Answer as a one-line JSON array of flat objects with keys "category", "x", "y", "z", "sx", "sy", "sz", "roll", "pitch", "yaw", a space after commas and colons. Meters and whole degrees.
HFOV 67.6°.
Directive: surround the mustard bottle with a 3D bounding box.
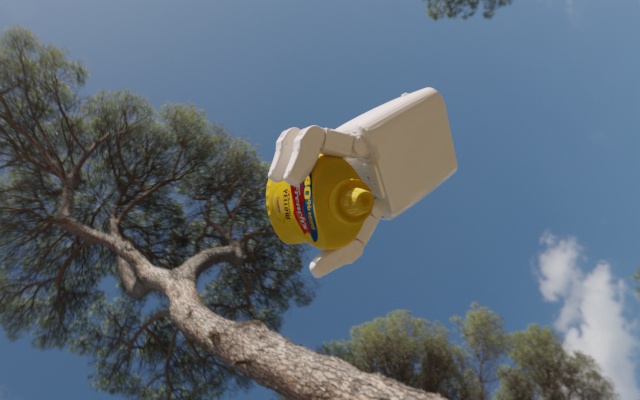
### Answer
[{"category": "mustard bottle", "x": 0.000, "y": 0.002, "z": 0.496, "sx": 0.058, "sy": 0.096, "sz": 0.191, "roll": -5, "pitch": 2, "yaw": -25}]
